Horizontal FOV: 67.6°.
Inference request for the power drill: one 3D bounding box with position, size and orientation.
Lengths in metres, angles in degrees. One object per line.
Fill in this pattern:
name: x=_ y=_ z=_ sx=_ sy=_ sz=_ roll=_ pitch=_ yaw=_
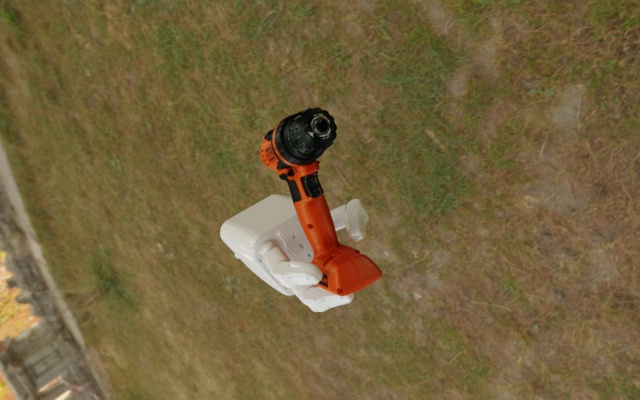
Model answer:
power drill: x=0.000 y=0.002 z=0.500 sx=0.057 sy=0.187 sz=0.184 roll=-22 pitch=5 yaw=-15
